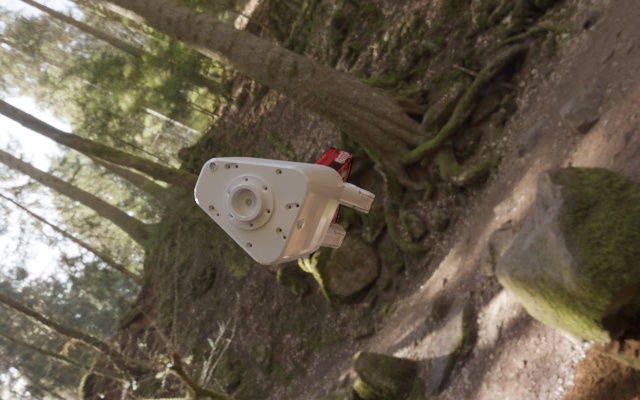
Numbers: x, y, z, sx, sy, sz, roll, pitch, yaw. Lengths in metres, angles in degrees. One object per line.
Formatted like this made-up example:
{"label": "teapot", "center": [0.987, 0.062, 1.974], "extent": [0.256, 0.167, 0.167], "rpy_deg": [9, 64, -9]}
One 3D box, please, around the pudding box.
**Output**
{"label": "pudding box", "center": [0.000, 0.002, 0.589], "extent": [0.039, 0.114, 0.090], "rpy_deg": [25, 36, 14]}
